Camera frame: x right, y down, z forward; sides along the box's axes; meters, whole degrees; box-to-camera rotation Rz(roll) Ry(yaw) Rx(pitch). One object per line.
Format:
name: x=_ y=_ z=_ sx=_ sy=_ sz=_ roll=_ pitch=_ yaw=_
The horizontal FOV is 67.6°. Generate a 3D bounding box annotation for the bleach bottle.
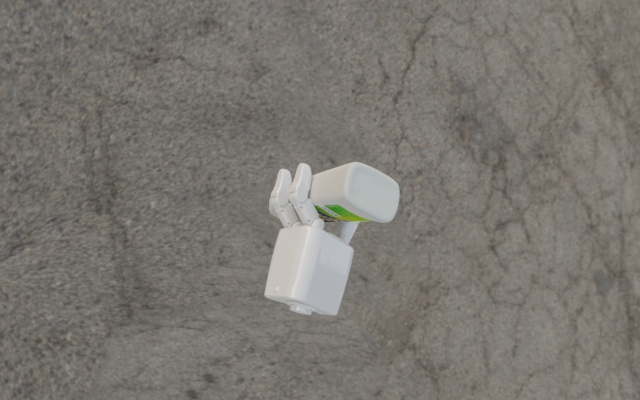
bleach bottle: x=0.000 y=0.002 z=0.749 sx=0.102 sy=0.068 sz=0.251 roll=26 pitch=-21 yaw=-30
